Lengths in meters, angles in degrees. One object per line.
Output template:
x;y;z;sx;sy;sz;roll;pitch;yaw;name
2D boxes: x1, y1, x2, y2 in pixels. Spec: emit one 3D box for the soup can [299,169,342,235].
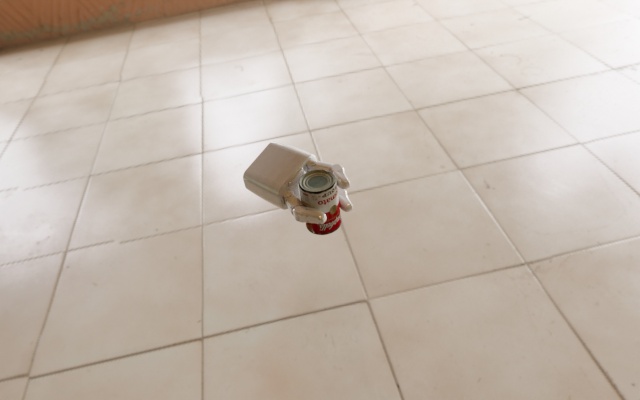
0.000;0.003;0.862;0.068;0.102;0.068;-5;40;4;soup can
